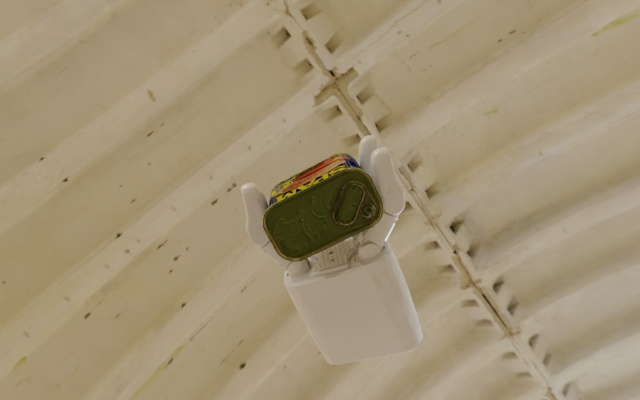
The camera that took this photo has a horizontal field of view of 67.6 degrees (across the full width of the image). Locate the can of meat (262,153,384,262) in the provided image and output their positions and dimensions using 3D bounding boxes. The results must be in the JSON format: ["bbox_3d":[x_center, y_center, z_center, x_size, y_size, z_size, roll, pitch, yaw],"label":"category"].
[{"bbox_3d":[0.000,0.001,0.445,0.102,0.057,0.084,-26,17,5],"label":"can of meat"}]
